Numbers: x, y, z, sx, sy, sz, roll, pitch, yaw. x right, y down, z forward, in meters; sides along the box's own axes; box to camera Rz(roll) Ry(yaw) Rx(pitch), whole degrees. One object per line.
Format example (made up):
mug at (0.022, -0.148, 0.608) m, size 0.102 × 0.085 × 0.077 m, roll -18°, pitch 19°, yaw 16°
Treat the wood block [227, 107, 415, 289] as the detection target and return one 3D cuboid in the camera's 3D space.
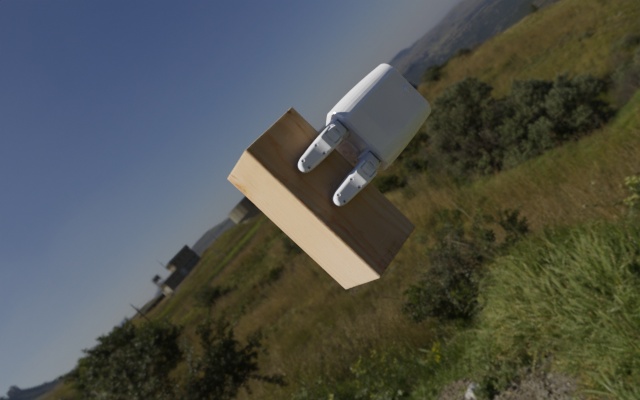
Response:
wood block at (0.000, 0.002, 0.584) m, size 0.090 × 0.206 × 0.091 m, roll -49°, pitch 5°, yaw -29°
